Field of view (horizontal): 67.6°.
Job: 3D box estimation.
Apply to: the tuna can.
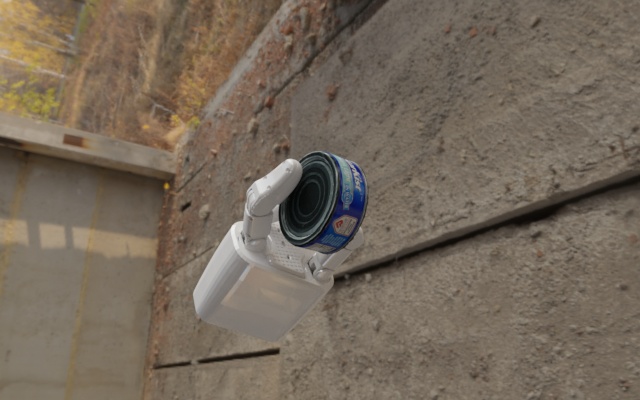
[{"bbox_3d":[0.000,0.001,0.412,0.034,0.086,0.086,18,-11,-35],"label":"tuna can"}]
